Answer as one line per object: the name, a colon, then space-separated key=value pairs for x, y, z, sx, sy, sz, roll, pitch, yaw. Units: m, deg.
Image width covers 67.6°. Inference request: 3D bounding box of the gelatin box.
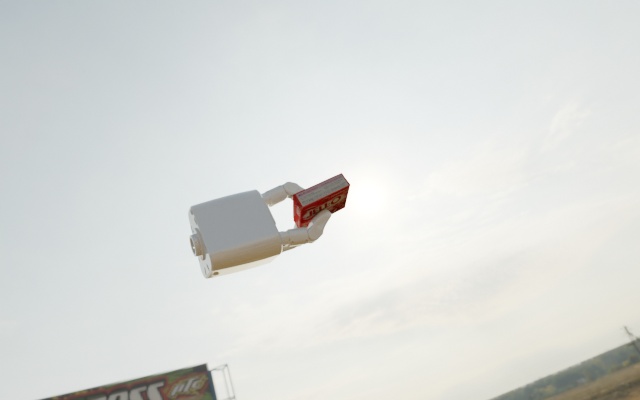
gelatin box: x=0.000 y=0.002 z=0.749 sx=0.089 sy=0.030 sz=0.073 roll=-26 pitch=-24 yaw=-17
